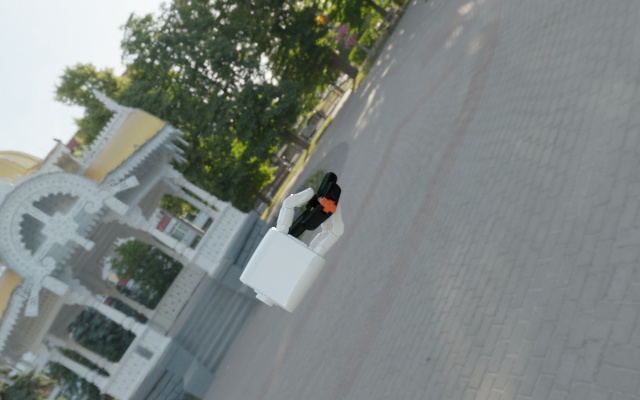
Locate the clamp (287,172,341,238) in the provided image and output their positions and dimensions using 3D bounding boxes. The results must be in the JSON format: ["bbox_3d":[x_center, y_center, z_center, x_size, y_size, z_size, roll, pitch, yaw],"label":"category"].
[{"bbox_3d":[-0.001,0.002,0.858,0.036,0.164,0.210,35,-14,-8],"label":"clamp"}]
